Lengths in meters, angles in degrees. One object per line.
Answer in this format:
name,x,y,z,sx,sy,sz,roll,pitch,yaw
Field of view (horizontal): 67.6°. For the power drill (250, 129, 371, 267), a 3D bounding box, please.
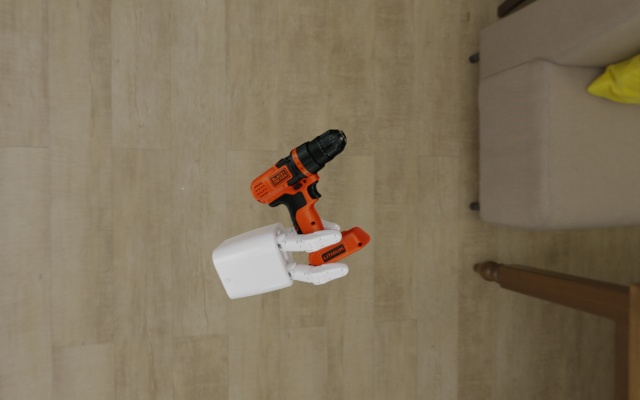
power drill,0.000,0.003,0.758,0.184,0.187,0.057,-32,-1,25
